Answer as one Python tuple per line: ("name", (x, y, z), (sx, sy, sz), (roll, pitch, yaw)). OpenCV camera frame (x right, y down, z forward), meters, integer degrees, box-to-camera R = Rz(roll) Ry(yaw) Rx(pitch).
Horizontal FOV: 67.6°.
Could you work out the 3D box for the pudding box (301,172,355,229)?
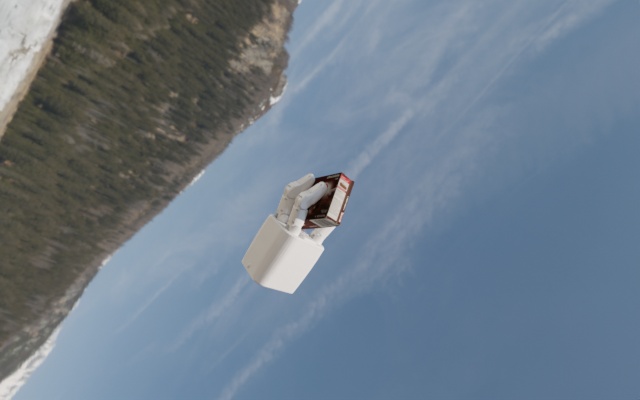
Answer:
("pudding box", (0.000, 0.003, 0.848), (0.039, 0.090, 0.113), (33, -25, -33))
